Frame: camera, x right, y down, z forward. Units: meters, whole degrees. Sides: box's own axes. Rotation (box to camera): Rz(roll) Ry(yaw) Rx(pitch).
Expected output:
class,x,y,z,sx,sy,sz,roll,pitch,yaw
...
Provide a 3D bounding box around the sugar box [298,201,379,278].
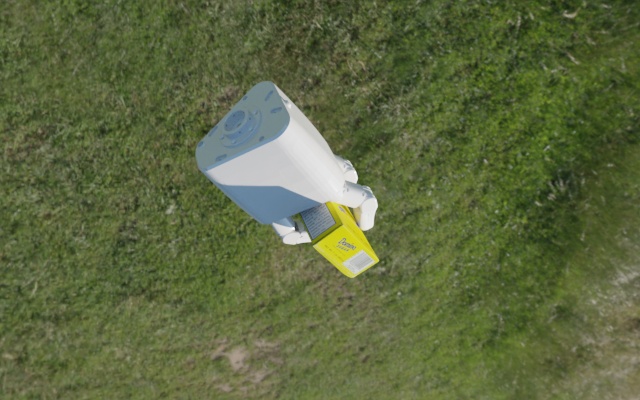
class,x,y,z,sx,sy,sz,roll,pitch,yaw
sugar box,0.001,0.002,0.573,0.048,0.176,0.093,-34,-43,10
